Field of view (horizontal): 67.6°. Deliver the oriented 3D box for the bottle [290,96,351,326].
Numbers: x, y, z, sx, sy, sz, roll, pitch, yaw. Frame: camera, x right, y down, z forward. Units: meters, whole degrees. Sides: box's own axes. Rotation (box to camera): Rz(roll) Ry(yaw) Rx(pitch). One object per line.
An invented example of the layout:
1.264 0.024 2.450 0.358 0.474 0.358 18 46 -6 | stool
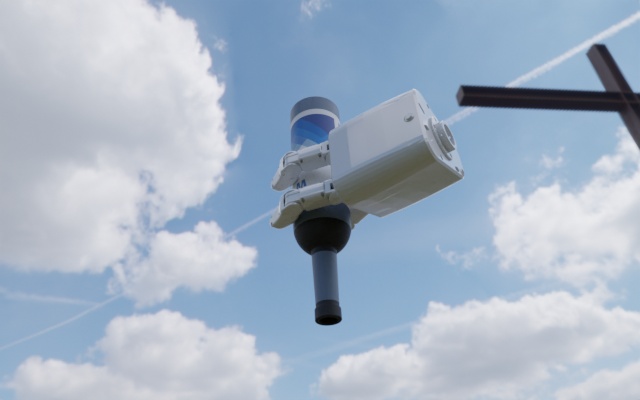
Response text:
0.000 0.002 0.564 0.069 0.295 0.069 -3 -36 -2 | bottle
